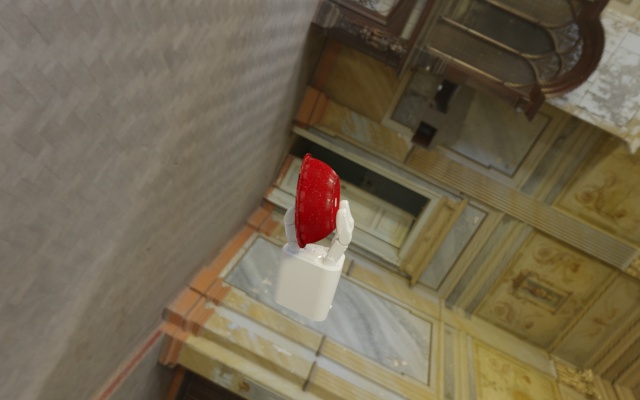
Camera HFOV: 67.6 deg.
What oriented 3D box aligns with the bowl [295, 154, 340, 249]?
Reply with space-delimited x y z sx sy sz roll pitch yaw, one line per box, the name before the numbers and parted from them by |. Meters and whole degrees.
bowl | 0.001 0.001 0.804 0.055 0.162 0.162 4 0 9
